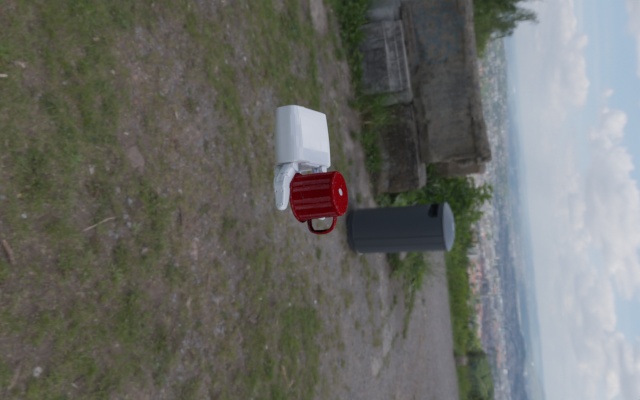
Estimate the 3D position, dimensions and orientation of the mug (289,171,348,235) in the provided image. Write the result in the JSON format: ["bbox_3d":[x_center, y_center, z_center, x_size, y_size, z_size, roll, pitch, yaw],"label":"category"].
[{"bbox_3d":[0.000,0.004,0.861,0.081,0.117,0.093,-6,-7,22],"label":"mug"}]
